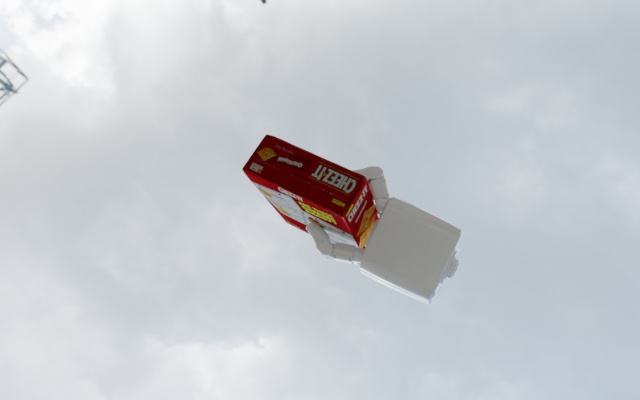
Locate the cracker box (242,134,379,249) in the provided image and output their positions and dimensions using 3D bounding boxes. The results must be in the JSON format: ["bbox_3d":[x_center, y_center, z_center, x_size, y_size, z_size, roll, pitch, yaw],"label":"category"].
[{"bbox_3d":[0.000,0.003,0.718,0.164,0.072,0.214,25,-15,22],"label":"cracker box"}]
